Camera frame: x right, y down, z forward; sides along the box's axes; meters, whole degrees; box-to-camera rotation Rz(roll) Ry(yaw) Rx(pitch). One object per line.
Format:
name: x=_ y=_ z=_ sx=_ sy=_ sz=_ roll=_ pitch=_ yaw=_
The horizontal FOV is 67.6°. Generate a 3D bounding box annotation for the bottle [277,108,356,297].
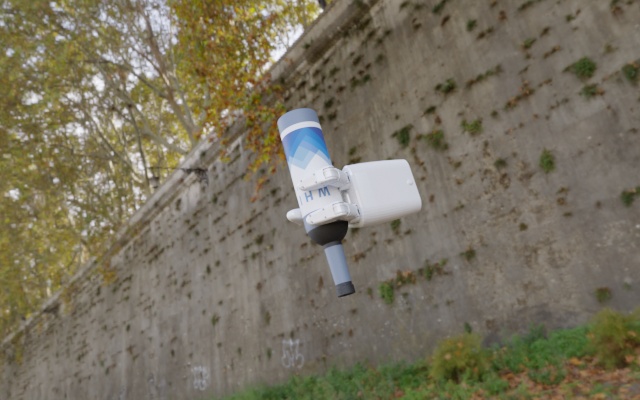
bottle: x=0.000 y=0.002 z=0.740 sx=0.069 sy=0.295 sz=0.069 roll=-15 pitch=-16 yaw=-4
